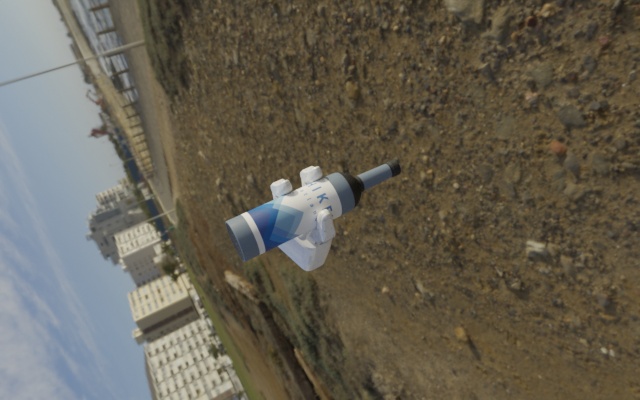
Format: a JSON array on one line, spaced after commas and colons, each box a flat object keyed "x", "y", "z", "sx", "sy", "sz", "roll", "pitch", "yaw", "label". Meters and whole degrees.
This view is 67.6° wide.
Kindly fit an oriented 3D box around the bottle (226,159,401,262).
[{"x": 0.000, "y": 0.003, "z": 0.752, "sx": 0.295, "sy": 0.069, "sz": 0.069, "roll": -25, "pitch": 8, "yaw": -18, "label": "bottle"}]
